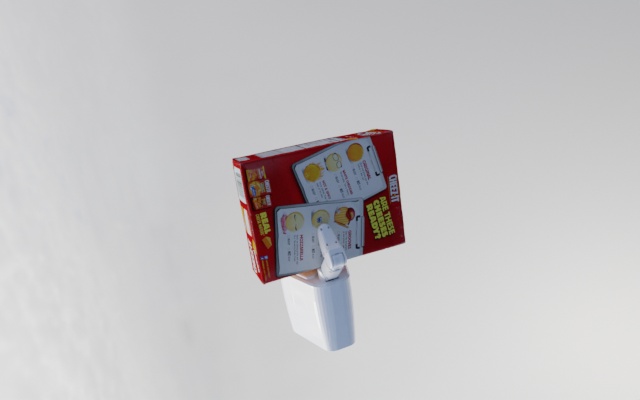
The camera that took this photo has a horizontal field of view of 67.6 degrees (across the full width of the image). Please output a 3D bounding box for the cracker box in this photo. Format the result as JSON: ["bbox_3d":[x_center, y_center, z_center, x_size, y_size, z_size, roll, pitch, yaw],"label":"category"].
[{"bbox_3d":[0.000,0.002,0.652,0.213,0.164,0.072,-14,17,-19],"label":"cracker box"}]
